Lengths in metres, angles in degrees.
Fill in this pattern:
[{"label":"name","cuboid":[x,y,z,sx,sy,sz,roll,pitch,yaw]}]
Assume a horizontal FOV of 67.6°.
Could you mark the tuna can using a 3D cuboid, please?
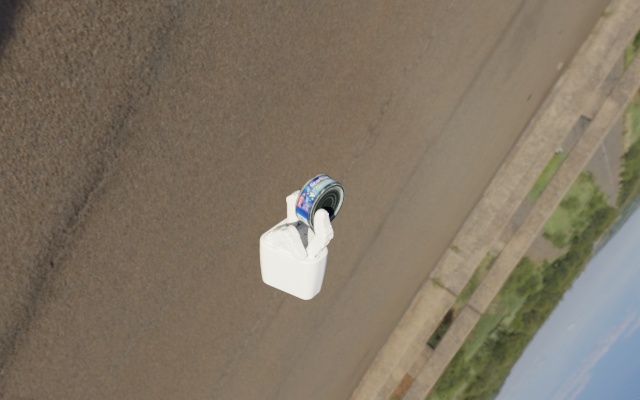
[{"label":"tuna can","cuboid":[0.001,0.003,0.771,0.033,0.086,0.086,33,18,31]}]
